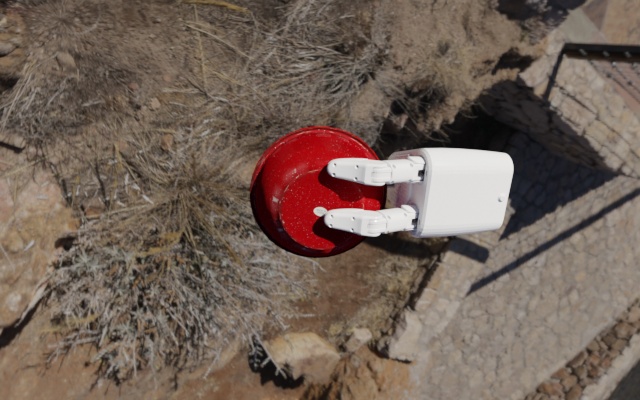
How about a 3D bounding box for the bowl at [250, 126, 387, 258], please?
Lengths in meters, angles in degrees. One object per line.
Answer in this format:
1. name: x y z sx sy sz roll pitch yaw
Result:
1. bowl: -0.001 0.002 0.534 0.162 0.162 0.055 0 19 -4
